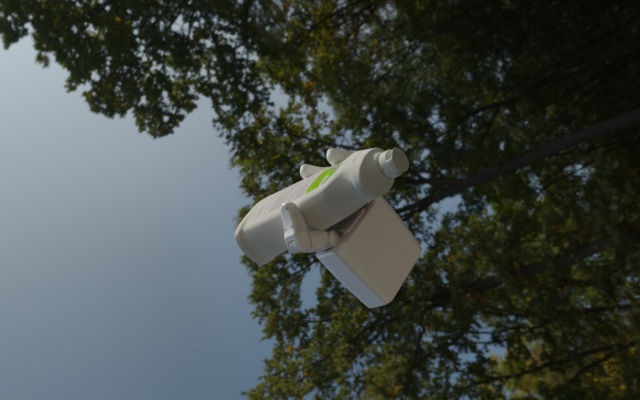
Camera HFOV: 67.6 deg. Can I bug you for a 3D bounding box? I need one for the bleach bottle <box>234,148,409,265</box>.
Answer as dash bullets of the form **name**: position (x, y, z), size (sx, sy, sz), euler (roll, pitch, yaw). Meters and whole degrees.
- **bleach bottle**: position (0.000, 0.002, 0.595), size (0.251, 0.068, 0.102), euler (-26, 22, 42)
